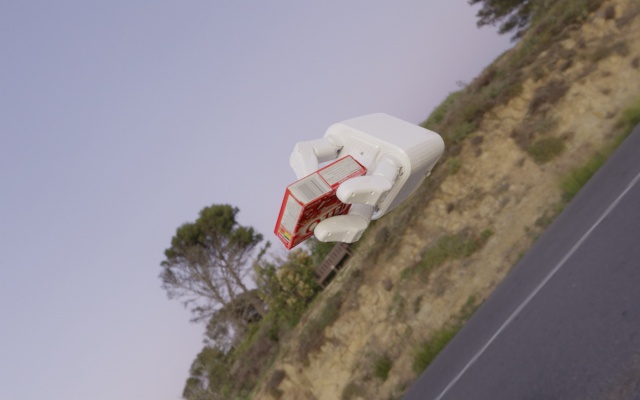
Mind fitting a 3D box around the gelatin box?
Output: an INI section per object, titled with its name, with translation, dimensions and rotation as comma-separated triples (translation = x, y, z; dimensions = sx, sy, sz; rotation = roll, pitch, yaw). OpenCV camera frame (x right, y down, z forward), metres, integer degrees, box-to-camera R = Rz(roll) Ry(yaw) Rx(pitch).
[gelatin box]
translation = 0.000, 0.001, 0.478
dimensions = 0.089, 0.030, 0.073
rotation = -29, -25, -35
